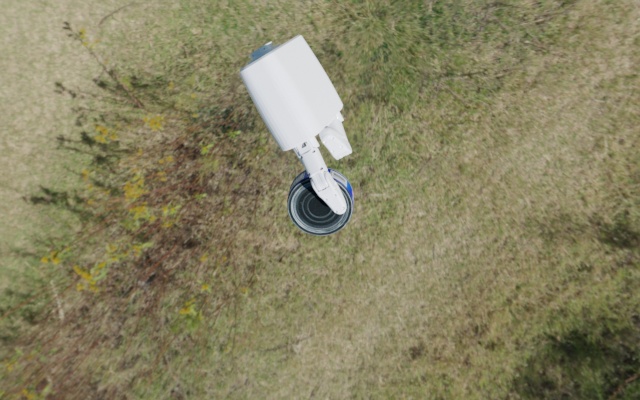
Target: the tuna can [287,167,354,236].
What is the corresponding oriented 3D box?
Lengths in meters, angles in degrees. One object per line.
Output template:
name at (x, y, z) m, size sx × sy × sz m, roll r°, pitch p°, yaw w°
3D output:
tuna can at (0.000, 0.002, 0.614) m, size 0.086 × 0.086 × 0.033 m, roll 0°, pitch 26°, yaw 3°
